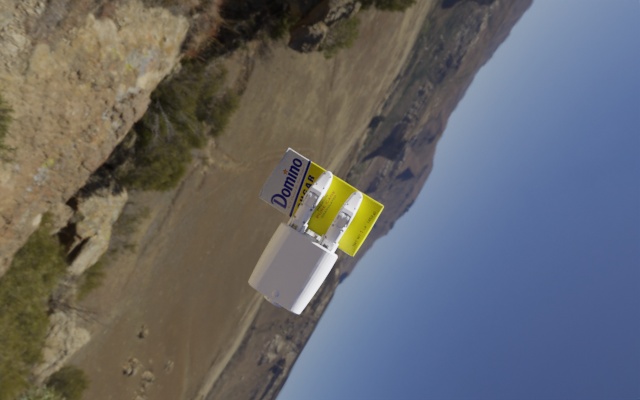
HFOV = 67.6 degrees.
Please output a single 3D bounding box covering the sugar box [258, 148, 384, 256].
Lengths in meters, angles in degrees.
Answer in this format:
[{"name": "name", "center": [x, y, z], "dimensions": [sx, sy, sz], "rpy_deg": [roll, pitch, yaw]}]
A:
[{"name": "sugar box", "center": [0.000, 0.003, 0.746], "dimensions": [0.176, 0.093, 0.048], "rpy_deg": [31, -4, 5]}]
